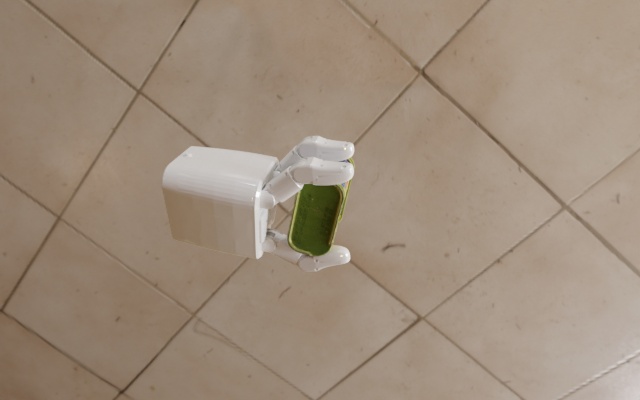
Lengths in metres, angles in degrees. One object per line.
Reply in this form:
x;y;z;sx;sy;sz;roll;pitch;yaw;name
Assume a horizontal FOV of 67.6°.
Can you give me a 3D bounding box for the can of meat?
0.000;0.002;0.546;0.057;0.102;0.084;14;26;3;can of meat
